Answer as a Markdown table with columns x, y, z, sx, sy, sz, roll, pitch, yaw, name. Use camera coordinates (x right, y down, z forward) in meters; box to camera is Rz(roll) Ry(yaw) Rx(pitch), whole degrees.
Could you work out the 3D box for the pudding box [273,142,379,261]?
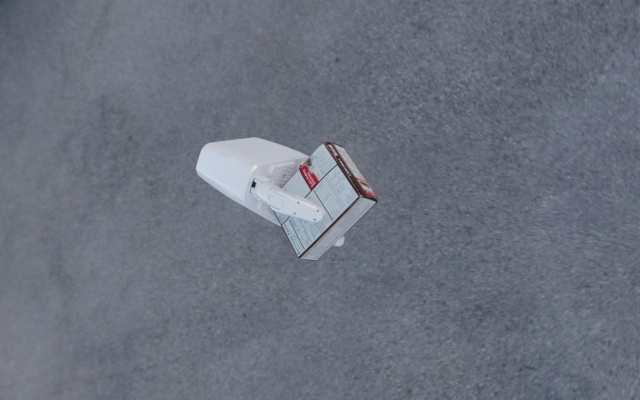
| x | y | z | sx | sy | sz | roll | pitch | yaw | name |
| --- | --- | --- | --- | --- | --- | --- | --- | --- | --- |
| 0.000 | 0.002 | 0.554 | 0.039 | 0.090 | 0.113 | 9 | -48 | -49 | pudding box |
